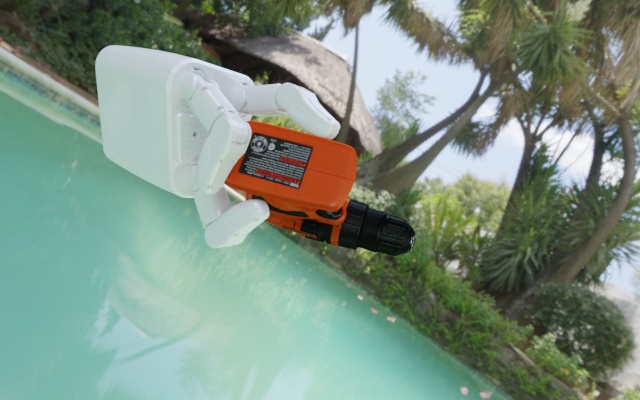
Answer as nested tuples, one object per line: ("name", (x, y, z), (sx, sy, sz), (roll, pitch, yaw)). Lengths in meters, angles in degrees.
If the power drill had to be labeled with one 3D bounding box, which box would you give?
("power drill", (0.000, 0.001, 0.439), (0.184, 0.057, 0.188), (13, -15, 11))
